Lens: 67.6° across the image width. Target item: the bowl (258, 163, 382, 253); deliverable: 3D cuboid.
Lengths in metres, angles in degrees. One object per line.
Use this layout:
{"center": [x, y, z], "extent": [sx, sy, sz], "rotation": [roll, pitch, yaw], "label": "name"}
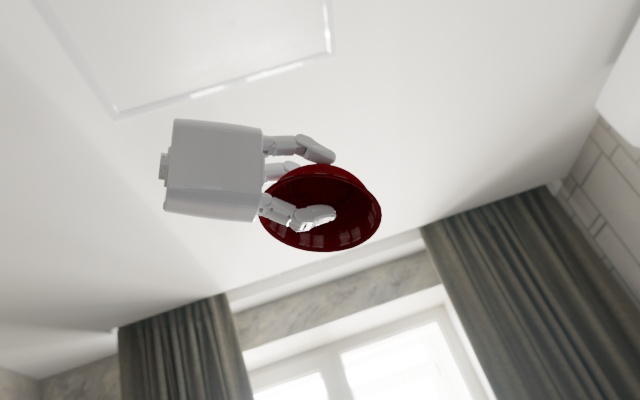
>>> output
{"center": [0.001, 0.002, 0.633], "extent": [0.162, 0.055, 0.162], "rotation": [3, -41, 2], "label": "bowl"}
